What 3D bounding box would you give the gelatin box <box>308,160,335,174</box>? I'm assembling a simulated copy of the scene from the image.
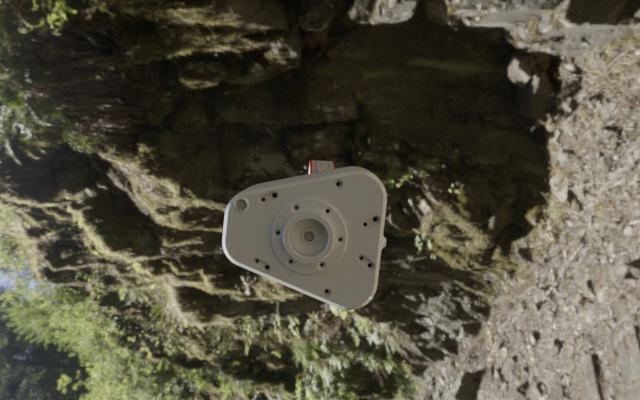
[{"bbox_3d":[0.000,0.002,0.504,0.030,0.073,0.089,4,16,-4],"label":"gelatin box"}]
